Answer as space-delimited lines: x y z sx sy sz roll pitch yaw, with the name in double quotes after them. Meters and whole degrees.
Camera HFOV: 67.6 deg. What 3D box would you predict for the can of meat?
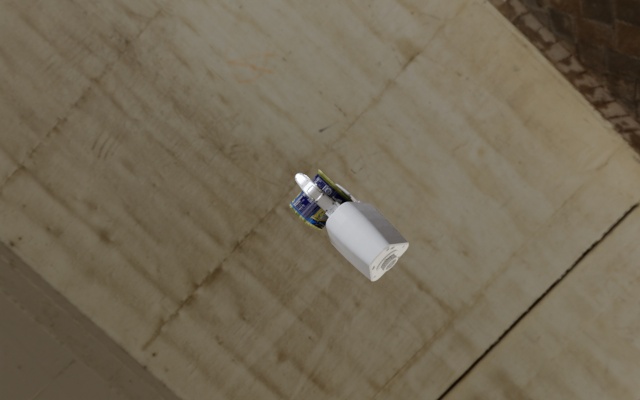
0.000 0.003 0.852 0.057 0.084 0.102 44 3 23 "can of meat"
